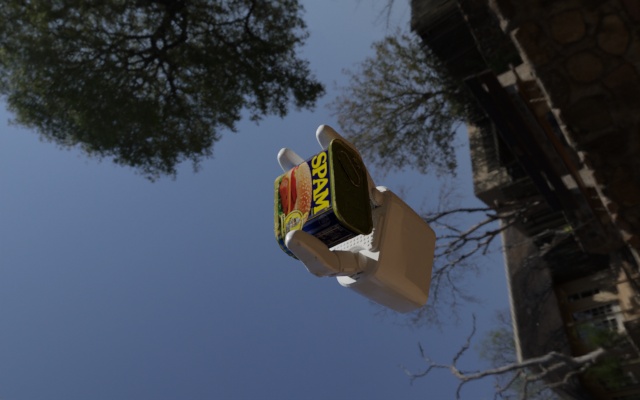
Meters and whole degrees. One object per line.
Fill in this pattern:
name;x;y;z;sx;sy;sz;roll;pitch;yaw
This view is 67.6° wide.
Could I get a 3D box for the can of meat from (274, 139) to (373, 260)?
can of meat;0.000;0.002;0.484;0.084;0.102;0.057;-28;-42;32
